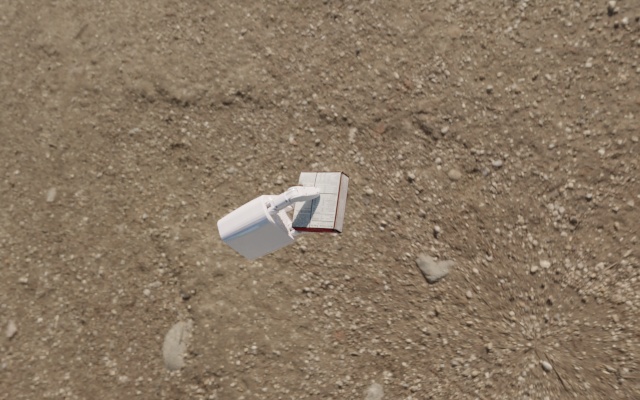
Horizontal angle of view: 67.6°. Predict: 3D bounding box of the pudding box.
[{"bbox_3d":[0.000,0.003,0.878,0.090,0.113,0.039,2,-14,26],"label":"pudding box"}]
